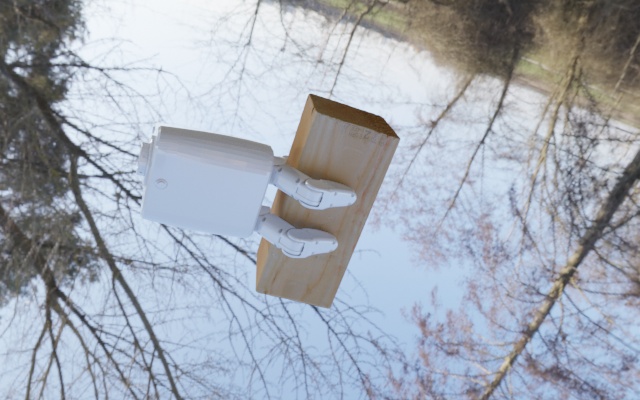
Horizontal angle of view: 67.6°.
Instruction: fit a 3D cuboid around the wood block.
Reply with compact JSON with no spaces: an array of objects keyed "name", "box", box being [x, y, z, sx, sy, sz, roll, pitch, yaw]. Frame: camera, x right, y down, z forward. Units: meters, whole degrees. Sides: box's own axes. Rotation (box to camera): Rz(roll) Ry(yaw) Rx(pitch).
[{"name":"wood block","box":[0.000,0.002,0.524,0.090,0.206,0.090,15,22,-13]}]
